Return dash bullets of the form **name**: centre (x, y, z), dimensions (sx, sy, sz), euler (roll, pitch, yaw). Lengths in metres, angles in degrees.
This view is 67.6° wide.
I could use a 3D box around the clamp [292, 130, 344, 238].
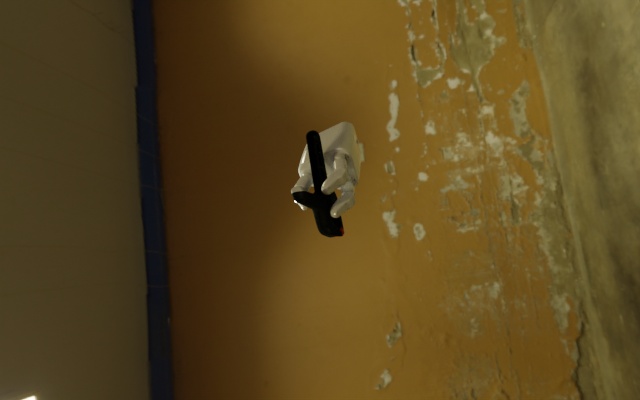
- **clamp**: centre (0.000, 0.003, 0.858), dimensions (0.036, 0.210, 0.164), euler (-6, 39, 19)
